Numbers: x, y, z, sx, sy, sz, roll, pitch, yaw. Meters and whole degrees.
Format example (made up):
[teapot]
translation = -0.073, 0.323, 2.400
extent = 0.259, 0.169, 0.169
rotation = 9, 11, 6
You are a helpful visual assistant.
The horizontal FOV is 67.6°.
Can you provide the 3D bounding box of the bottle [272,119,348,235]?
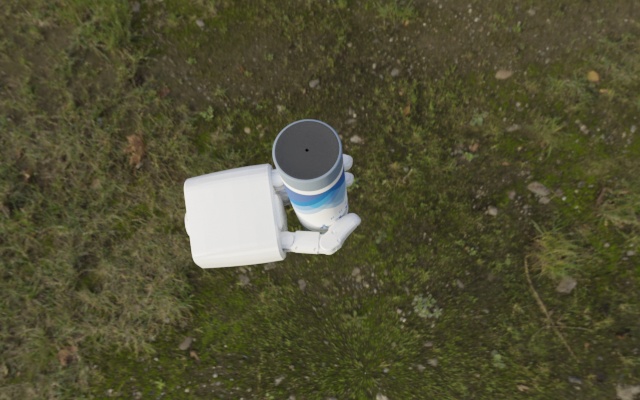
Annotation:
[bottle]
translation = 0.000, 0.002, 0.588
extent = 0.069, 0.069, 0.296
rotation = 0, -20, 5
